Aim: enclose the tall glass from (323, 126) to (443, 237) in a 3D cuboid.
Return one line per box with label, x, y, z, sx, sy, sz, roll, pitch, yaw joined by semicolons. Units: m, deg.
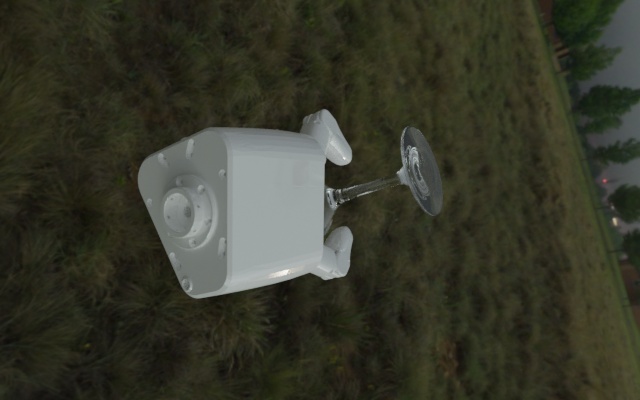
tall glass;0.001;0.001;0.428;0.201;0.079;0.079;-17;-9;31
